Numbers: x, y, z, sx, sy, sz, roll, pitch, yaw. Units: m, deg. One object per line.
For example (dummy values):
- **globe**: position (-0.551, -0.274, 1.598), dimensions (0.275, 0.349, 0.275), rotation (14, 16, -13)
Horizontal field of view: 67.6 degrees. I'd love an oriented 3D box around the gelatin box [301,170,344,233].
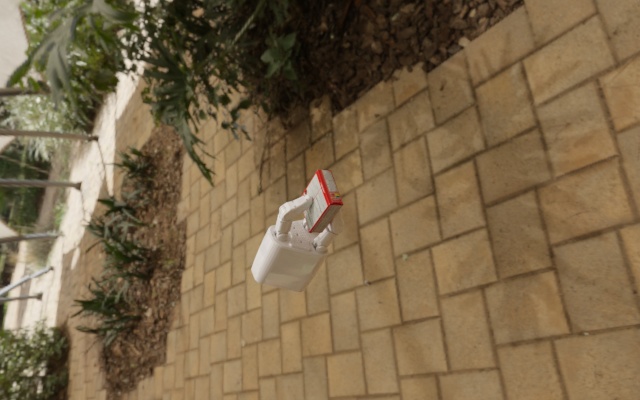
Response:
- **gelatin box**: position (0.000, 0.002, 0.819), dimensions (0.030, 0.073, 0.089), rotation (1, -37, -28)
